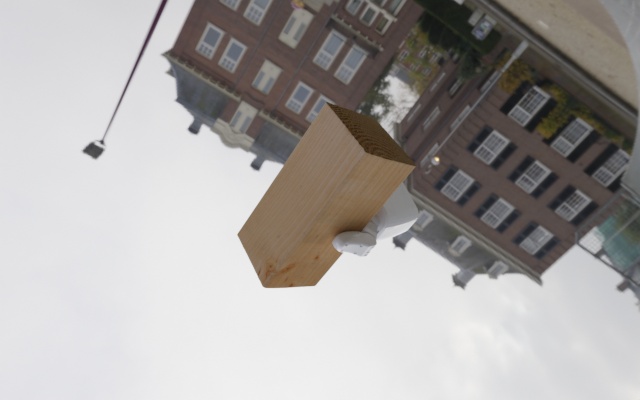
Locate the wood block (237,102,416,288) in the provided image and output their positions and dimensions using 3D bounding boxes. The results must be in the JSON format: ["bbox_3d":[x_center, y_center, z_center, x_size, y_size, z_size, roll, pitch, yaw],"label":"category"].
[{"bbox_3d":[0.000,0.002,0.561,0.090,0.206,0.090,8,38,-45],"label":"wood block"}]
